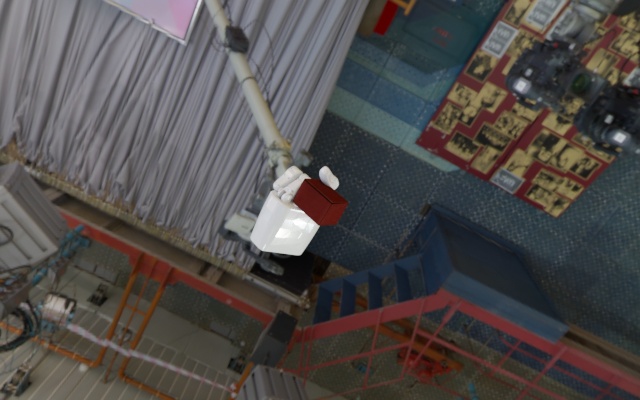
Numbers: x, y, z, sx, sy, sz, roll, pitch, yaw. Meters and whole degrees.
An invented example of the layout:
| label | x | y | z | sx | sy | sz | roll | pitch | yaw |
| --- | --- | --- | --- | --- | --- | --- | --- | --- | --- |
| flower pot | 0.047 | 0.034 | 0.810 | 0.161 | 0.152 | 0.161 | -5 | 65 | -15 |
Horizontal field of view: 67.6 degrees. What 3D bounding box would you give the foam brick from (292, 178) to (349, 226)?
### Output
| label | x | y | z | sx | sy | sz | roll | pitch | yaw |
| --- | --- | --- | --- | --- | --- | --- | --- | --- | --- |
| foam brick | 0.000 | 0.003 | 0.855 | 0.078 | 0.051 | 0.053 | 42 | 24 | 31 |
